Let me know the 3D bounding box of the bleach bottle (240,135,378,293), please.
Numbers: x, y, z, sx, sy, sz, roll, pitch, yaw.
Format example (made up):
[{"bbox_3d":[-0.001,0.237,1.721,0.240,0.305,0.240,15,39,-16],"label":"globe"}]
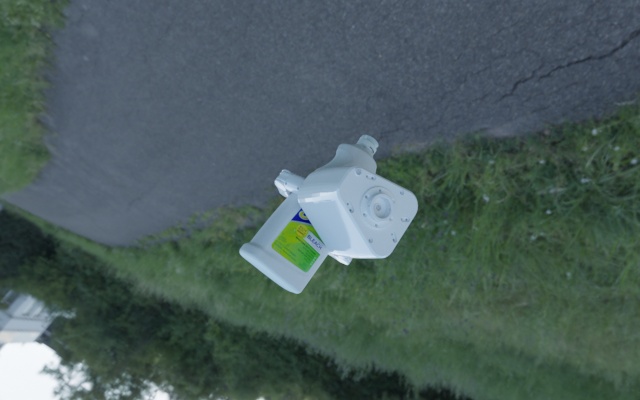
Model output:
[{"bbox_3d":[0.000,0.002,0.680,0.102,0.250,0.068,42,-19,-19],"label":"bleach bottle"}]
